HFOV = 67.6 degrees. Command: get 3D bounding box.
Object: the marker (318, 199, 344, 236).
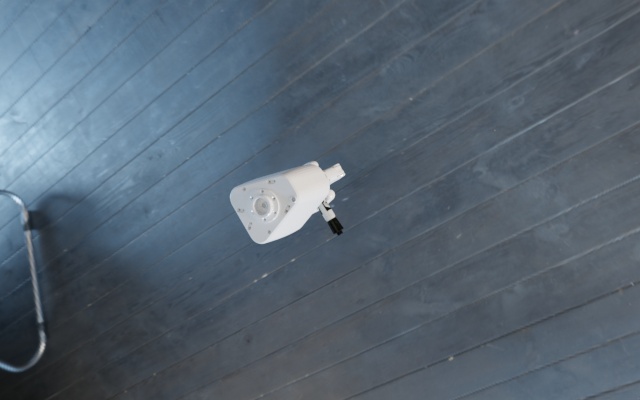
[{"bbox_3d":[0.000,0.002,0.758,0.020,0.121,0.020,-31,-4,-3],"label":"marker"}]
